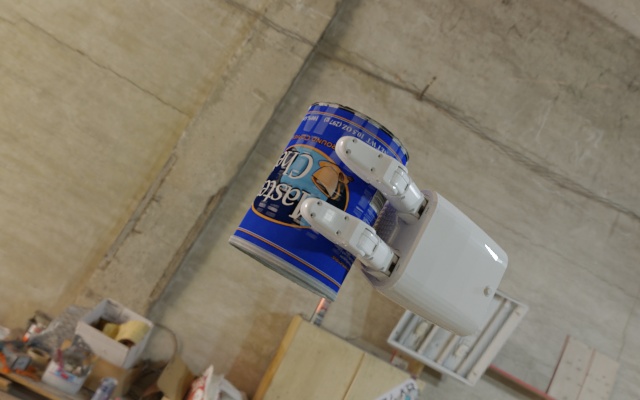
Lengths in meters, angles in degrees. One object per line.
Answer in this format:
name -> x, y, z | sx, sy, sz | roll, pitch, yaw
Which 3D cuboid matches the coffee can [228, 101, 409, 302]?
coffee can -> 0.000, 0.001, 0.417 | 0.103, 0.140, 0.103 | 28, -12, 7
